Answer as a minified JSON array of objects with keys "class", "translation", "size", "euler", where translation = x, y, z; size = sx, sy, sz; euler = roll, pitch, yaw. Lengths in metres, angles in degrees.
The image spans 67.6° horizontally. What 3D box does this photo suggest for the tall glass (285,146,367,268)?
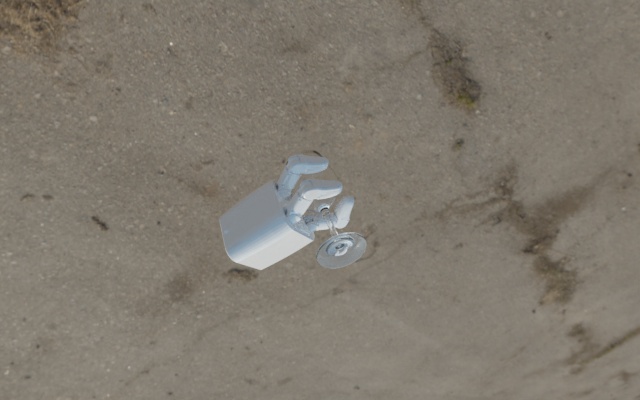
[{"class":"tall glass","translation":[0.000,0.003,0.726],"size":[0.079,0.079,0.201],"euler":[0,44,-24]}]
